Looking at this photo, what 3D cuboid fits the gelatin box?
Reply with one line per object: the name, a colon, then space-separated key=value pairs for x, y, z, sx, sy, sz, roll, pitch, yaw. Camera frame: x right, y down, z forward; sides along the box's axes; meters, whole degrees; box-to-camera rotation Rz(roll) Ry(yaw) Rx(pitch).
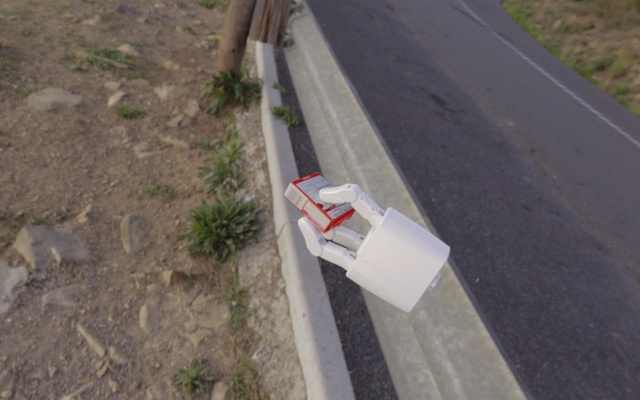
gelatin box: x=0.000 y=0.002 z=0.715 sx=0.089 sy=0.030 sz=0.073 roll=43 pitch=33 yaw=15
